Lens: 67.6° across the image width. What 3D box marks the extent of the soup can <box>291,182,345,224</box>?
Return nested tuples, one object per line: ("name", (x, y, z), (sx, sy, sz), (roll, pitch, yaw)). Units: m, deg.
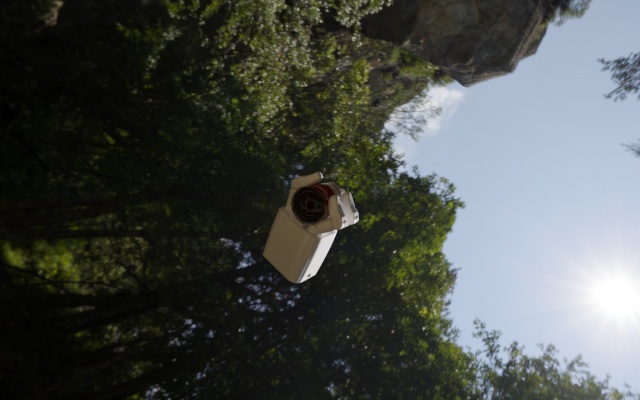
("soup can", (0.000, 0.002, 0.887), (0.068, 0.068, 0.102), (0, 7, 27))
